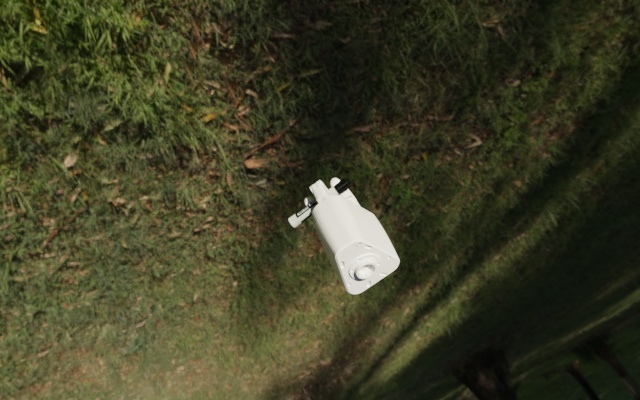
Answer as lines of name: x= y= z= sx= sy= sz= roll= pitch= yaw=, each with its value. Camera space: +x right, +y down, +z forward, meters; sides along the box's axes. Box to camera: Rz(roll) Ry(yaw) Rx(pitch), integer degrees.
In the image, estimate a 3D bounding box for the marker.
marker: x=0.000 y=0.003 z=0.780 sx=0.121 sy=0.020 sz=0.020 roll=-36 pitch=-5 yaw=7
